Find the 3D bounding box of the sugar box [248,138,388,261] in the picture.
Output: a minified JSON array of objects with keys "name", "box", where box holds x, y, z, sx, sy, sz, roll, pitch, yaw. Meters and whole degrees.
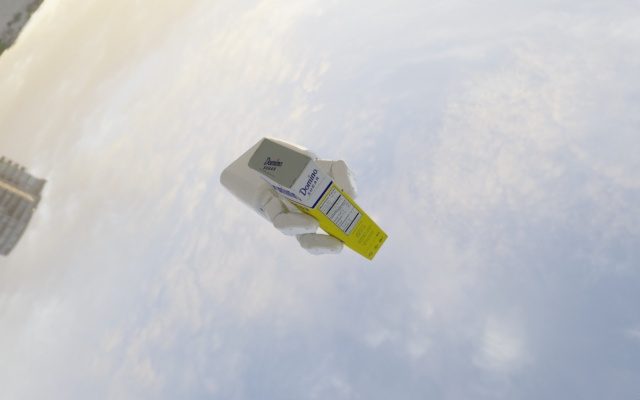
[{"name":"sugar box","box":[0.000,0.002,0.566,0.093,0.048,0.176,28,-9,47]}]
